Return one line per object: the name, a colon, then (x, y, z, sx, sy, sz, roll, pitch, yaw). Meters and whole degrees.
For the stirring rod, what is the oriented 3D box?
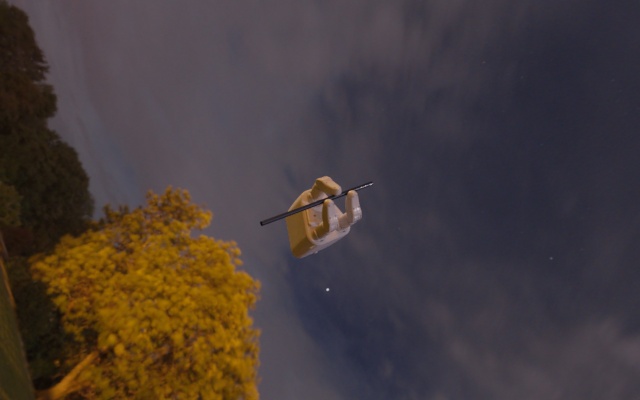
stirring rod: (0.000, 0.003, 0.844, 0.239, 0.011, 0.011, -20, 10, -31)
